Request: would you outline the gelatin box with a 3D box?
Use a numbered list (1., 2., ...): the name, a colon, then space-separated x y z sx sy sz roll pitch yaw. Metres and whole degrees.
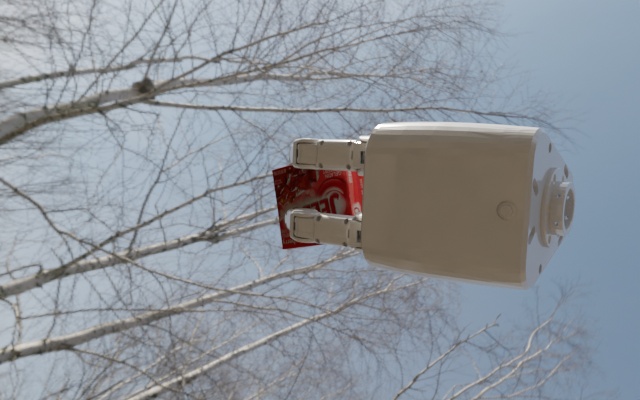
1. gelatin box: 0.000 0.001 0.408 0.089 0.073 0.030 -11 -4 44
